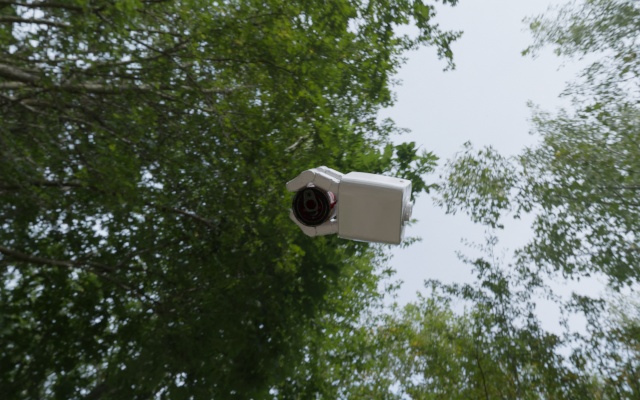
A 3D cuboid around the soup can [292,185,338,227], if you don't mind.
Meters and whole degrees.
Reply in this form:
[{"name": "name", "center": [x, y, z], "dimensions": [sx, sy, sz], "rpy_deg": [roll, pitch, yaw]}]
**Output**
[{"name": "soup can", "center": [0.000, 0.003, 0.838], "dimensions": [0.068, 0.068, 0.102], "rpy_deg": [0, 10, 19]}]
